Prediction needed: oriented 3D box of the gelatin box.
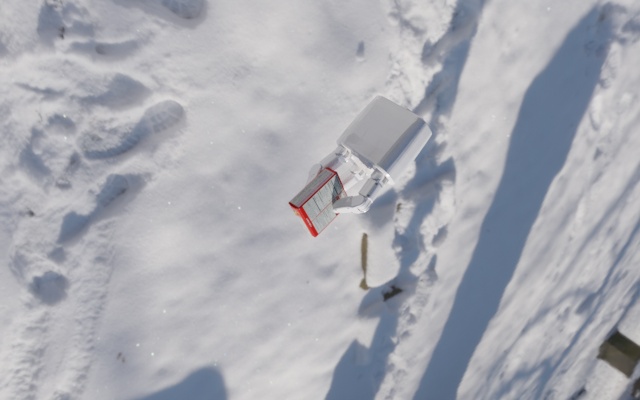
[{"bbox_3d":[0.000,0.003,0.758,0.030,0.089,0.073,29,-24,42],"label":"gelatin box"}]
